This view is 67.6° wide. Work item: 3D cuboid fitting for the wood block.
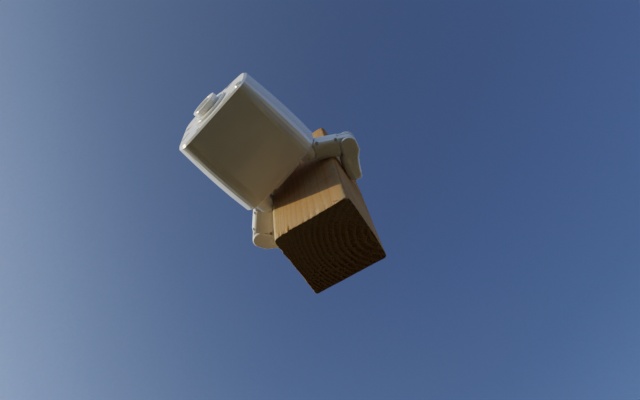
[{"bbox_3d":[0.000,0.001,0.583,0.091,0.090,0.206,-30,28,9],"label":"wood block"}]
